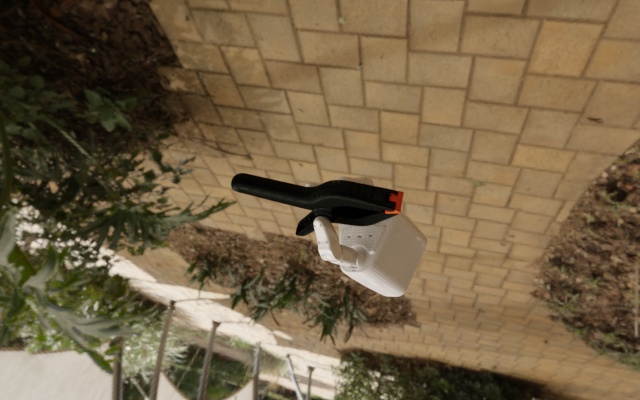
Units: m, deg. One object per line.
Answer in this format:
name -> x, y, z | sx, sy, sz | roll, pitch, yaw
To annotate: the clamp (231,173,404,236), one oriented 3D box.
clamp -> 0.000, 0.003, 0.604 | 0.210, 0.036, 0.165 | -7, -29, 39
